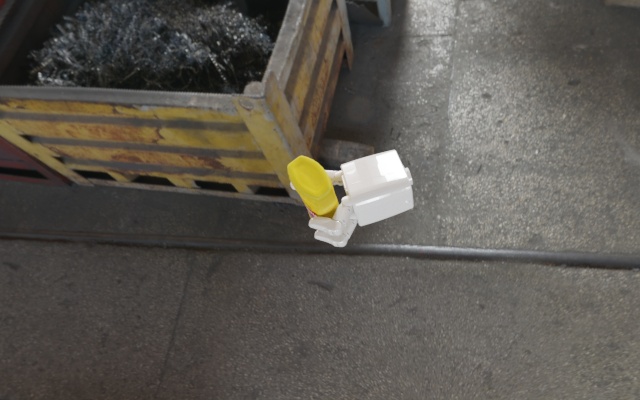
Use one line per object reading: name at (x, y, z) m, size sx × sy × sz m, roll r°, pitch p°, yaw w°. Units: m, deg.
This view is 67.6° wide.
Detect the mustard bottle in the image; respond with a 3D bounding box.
mustard bottle at (0.000, 0.003, 0.866) m, size 0.058 × 0.096 × 0.192 m, roll -39°, pitch -29°, yaw -8°
